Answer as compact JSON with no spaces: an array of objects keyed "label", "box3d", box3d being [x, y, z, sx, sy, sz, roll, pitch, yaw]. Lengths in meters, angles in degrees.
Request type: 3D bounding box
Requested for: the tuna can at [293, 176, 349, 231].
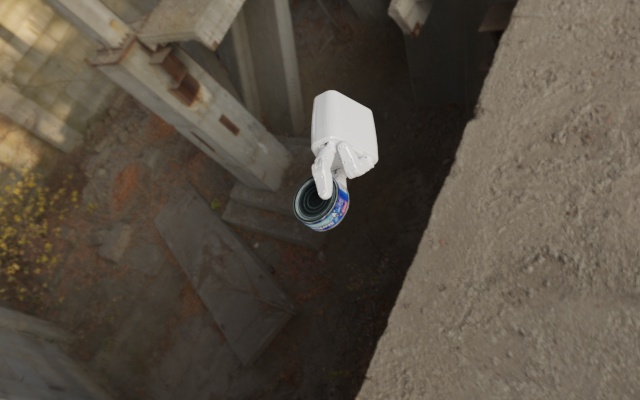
[{"label":"tuna can","box3d":[0.000,0.002,0.744,0.086,0.086,0.034,0,-23,36]}]
